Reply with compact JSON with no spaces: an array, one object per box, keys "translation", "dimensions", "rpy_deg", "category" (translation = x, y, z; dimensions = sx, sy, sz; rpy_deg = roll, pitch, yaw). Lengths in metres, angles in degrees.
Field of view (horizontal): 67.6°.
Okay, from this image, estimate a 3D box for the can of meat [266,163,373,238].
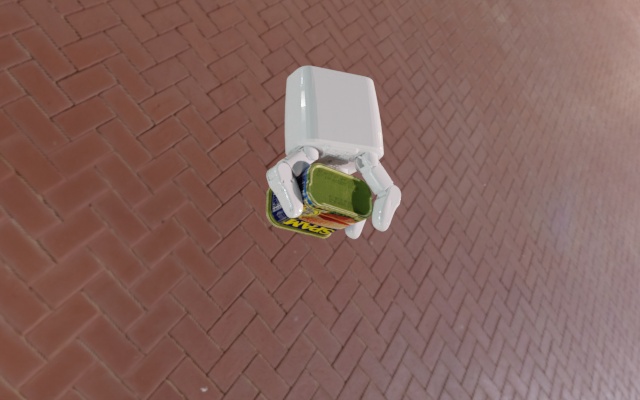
[{"translation":[0.000,0.002,0.572],"dimensions":[0.102,0.057,0.084],"rpy_deg":[17,-28,-35],"category":"can of meat"}]
